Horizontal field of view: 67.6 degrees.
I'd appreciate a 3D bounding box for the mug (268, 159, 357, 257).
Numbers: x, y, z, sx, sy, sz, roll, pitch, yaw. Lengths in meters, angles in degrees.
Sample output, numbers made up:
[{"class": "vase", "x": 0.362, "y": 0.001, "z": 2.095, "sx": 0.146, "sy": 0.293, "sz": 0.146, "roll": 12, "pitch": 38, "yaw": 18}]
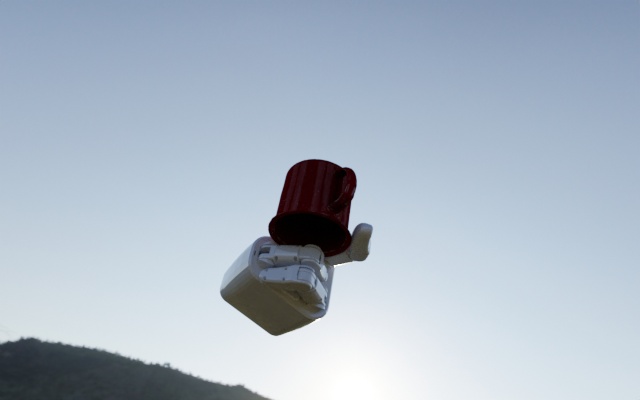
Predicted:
[{"class": "mug", "x": 0.001, "y": 0.001, "z": 0.537, "sx": 0.093, "sy": 0.081, "sz": 0.117, "roll": 27, "pitch": -40, "yaw": -21}]
